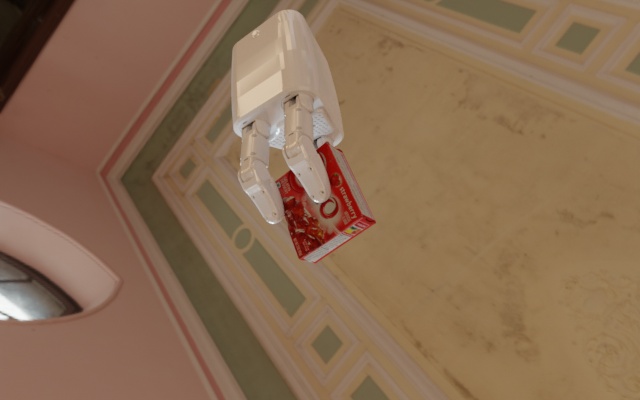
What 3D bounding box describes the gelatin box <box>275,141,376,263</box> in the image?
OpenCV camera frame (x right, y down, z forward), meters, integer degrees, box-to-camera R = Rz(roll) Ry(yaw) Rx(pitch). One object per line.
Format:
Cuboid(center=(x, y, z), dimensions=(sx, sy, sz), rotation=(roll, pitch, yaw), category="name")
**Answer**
Cuboid(center=(0.000, 0.002, 0.442), dimensions=(0.073, 0.089, 0.030), rotation=(-36, -32, 21), category="gelatin box")
